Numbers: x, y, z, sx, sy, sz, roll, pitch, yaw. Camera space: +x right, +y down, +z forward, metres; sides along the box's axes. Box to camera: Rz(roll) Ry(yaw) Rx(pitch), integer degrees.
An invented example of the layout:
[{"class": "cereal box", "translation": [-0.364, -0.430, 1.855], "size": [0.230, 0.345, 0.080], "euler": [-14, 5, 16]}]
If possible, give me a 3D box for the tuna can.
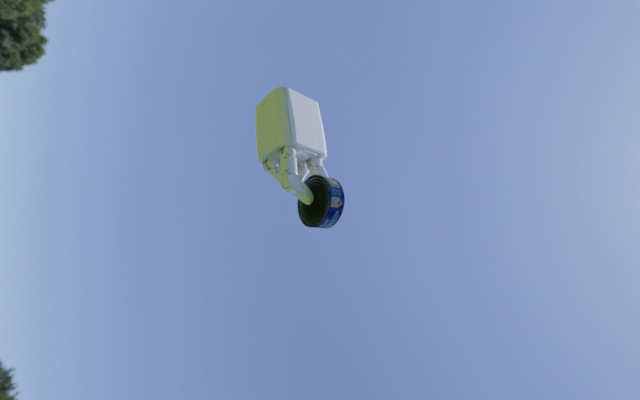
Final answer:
[{"class": "tuna can", "translation": [0.001, 0.003, 0.774], "size": [0.034, 0.086, 0.086], "euler": [9, -5, -37]}]
